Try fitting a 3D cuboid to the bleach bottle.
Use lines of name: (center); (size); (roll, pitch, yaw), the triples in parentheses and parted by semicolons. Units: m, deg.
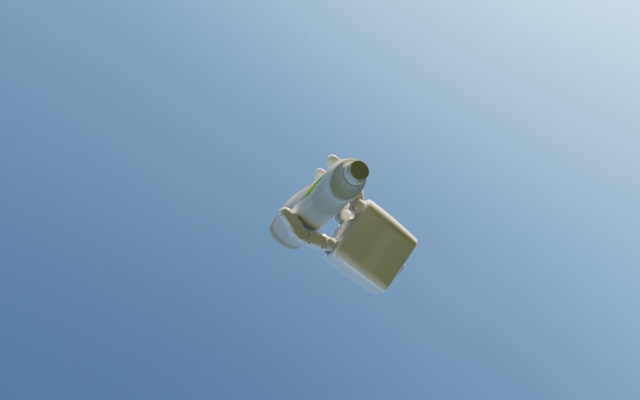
bleach bottle: (0.000, 0.002, 0.740); (0.068, 0.102, 0.251); (38, -28, -8)
